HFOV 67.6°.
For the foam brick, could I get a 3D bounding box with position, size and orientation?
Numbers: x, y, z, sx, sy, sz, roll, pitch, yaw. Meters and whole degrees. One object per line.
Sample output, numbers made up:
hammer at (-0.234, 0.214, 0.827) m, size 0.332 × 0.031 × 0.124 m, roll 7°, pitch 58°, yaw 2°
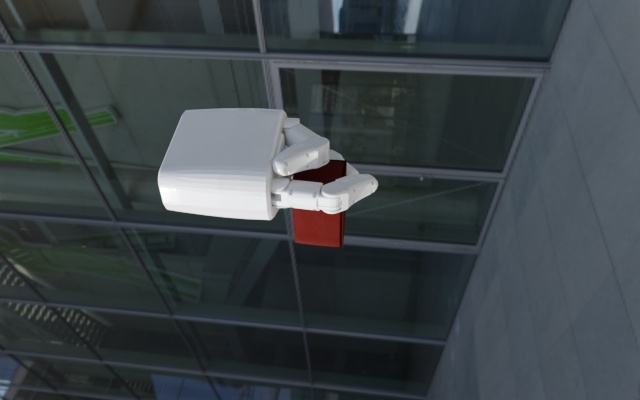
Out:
foam brick at (0.000, 0.002, 0.497) m, size 0.051 × 0.078 × 0.053 m, roll 3°, pitch 35°, yaw 5°
